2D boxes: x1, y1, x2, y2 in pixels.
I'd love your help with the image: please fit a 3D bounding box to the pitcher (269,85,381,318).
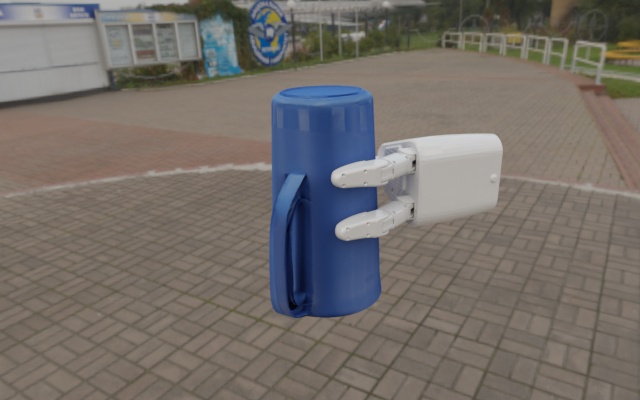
[{"bbox_3d":[0.000,0.002,0.533,0.145,0.243,0.149,-7,21,-14],"label":"pitcher"}]
